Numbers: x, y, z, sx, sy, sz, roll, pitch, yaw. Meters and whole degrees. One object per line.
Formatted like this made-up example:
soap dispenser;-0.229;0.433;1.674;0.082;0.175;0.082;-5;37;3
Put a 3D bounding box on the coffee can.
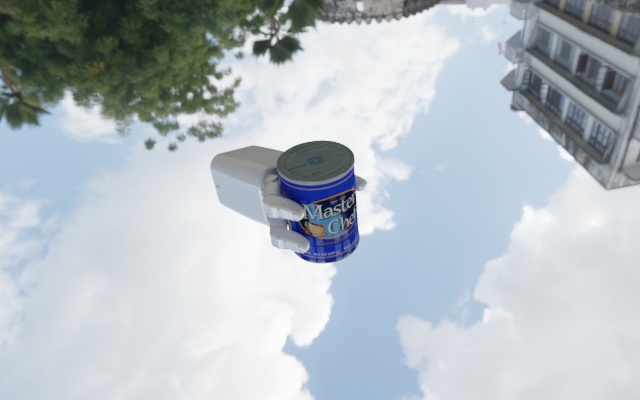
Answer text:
coffee can;0.000;0.002;0.663;0.103;0.140;0.102;-5;36;3
